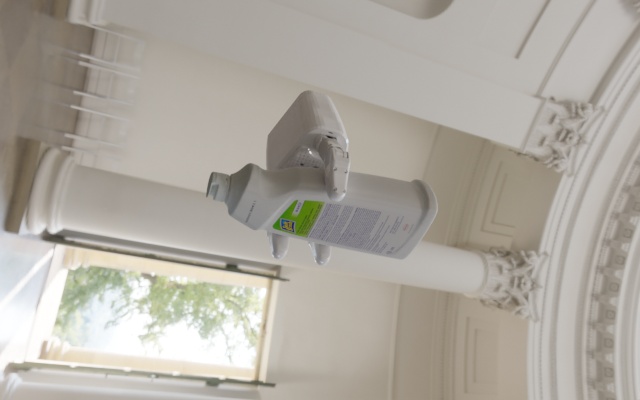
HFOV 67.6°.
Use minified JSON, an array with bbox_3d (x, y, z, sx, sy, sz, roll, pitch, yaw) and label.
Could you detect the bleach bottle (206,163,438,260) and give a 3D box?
[{"bbox_3d":[0.000,0.002,0.545,0.251,0.103,0.068,12,35,-19],"label":"bleach bottle"}]
